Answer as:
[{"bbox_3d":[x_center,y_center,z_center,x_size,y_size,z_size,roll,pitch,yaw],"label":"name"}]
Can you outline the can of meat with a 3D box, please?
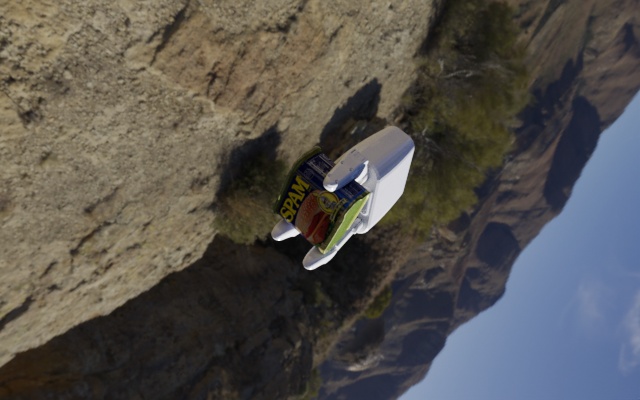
[{"bbox_3d":[0.000,0.002,0.566,0.084,0.102,0.057,40,43,13],"label":"can of meat"}]
